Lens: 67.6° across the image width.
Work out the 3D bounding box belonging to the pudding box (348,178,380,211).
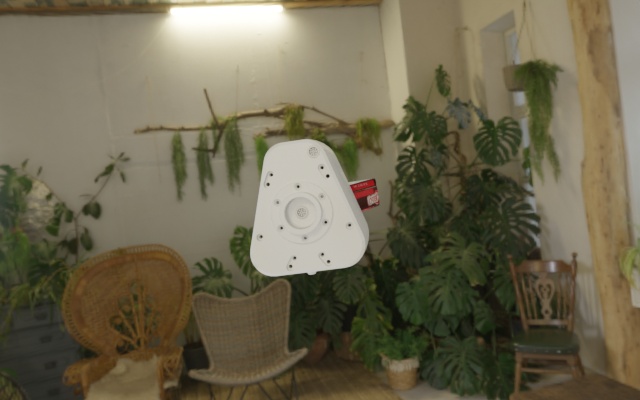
[{"bbox_3d":[0.000,0.002,0.560,0.113,0.039,0.090,-5,5,33],"label":"pudding box"}]
